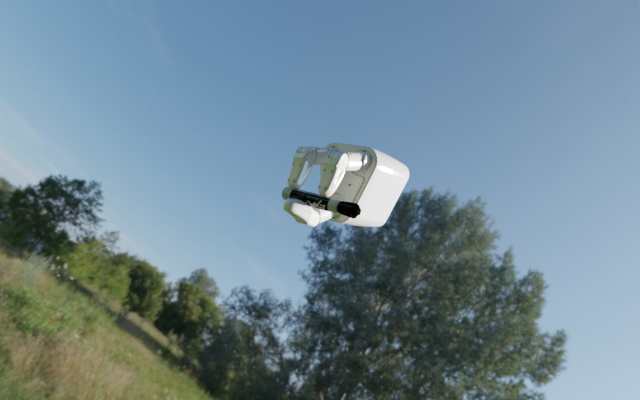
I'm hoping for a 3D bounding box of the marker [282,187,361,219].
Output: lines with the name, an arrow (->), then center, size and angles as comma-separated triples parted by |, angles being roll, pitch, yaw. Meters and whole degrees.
marker -> 0.000, 0.002, 0.602 | 0.121, 0.020, 0.020 | 14, 9, 38
